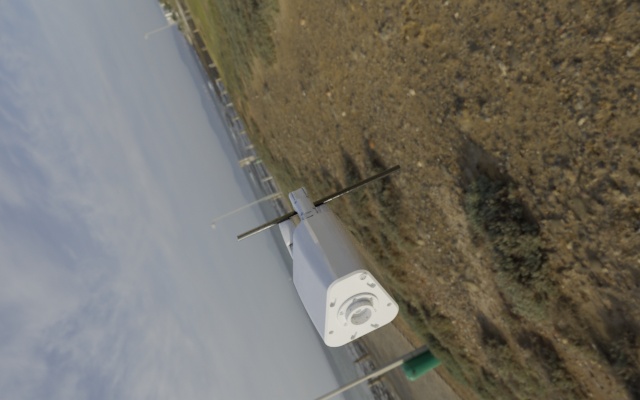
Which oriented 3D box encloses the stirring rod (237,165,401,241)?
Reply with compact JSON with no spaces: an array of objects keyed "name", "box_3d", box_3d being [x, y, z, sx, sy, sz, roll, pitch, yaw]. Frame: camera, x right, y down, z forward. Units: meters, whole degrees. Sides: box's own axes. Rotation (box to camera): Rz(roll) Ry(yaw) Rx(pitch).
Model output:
[{"name":"stirring rod","box_3d":[0.000,0.002,0.646,0.239,0.011,0.011,-24,3,-7]}]
